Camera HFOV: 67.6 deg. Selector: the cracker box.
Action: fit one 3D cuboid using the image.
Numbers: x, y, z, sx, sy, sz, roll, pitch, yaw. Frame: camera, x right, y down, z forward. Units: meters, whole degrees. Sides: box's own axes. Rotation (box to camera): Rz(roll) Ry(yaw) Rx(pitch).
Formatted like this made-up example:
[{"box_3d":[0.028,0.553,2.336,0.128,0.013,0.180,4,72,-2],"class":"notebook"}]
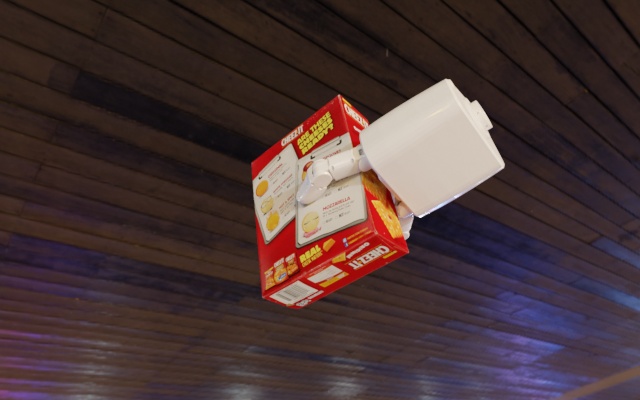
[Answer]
[{"box_3d":[0.000,0.002,0.585,0.164,0.213,0.072,-33,-44,26],"class":"cracker box"}]
